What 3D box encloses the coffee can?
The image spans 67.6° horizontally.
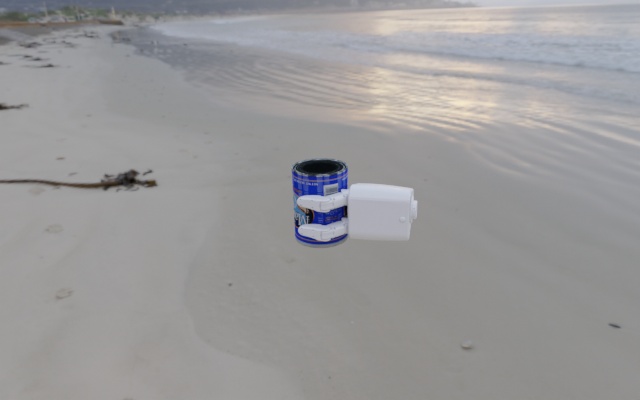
[{"bbox_3d":[0.000,0.003,0.885,0.103,0.140,0.102,-2,21,1],"label":"coffee can"}]
